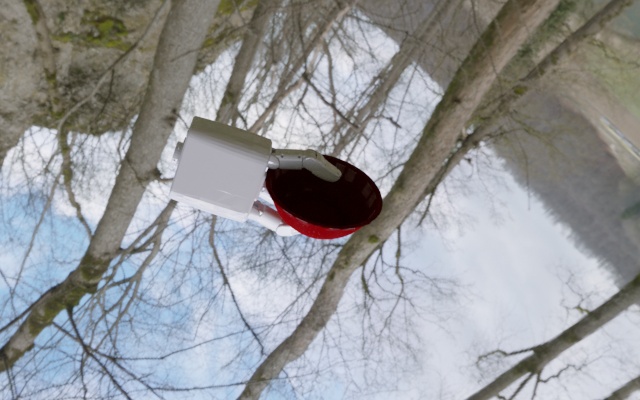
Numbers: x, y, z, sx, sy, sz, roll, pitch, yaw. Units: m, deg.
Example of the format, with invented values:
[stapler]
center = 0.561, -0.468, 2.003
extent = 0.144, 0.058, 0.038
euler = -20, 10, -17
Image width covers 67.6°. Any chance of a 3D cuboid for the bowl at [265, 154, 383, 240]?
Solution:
[bowl]
center = 0.001, 0.003, 0.651
extent = 0.162, 0.055, 0.162
euler = 10, 38, -8
